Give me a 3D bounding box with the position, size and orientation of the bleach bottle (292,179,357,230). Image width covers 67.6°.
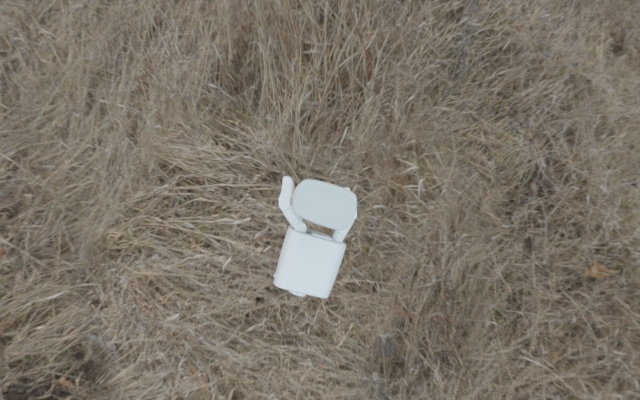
[{"bbox_3d":[0.000,0.003,0.864,0.102,0.068,0.251,18,0,-3],"label":"bleach bottle"}]
